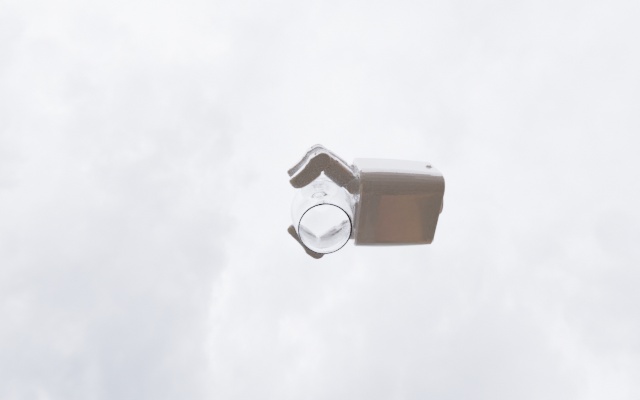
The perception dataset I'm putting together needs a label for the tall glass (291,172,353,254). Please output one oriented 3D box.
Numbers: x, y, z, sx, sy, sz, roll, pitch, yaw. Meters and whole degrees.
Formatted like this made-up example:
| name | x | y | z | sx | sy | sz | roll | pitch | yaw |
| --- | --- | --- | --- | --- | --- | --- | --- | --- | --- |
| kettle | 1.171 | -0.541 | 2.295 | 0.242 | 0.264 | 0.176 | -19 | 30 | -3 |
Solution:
| name | x | y | z | sx | sy | sz | roll | pitch | yaw |
| --- | --- | --- | --- | --- | --- | --- | --- | --- | --- |
| tall glass | 0.000 | 0.002 | 0.630 | 0.079 | 0.079 | 0.201 | 0 | 18 | -3 |
